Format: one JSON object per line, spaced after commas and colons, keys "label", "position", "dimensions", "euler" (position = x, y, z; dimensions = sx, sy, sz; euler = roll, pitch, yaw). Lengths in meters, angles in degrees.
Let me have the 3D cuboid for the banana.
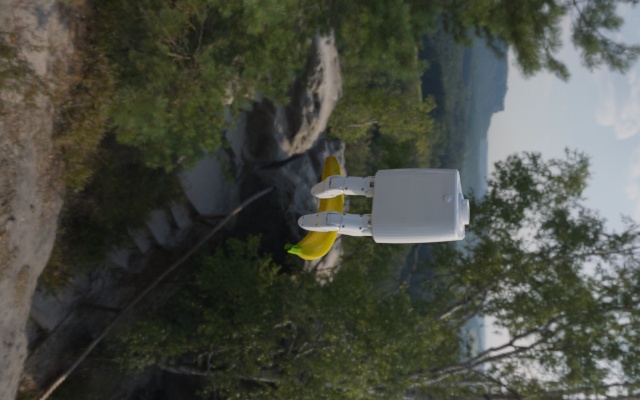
{"label": "banana", "position": [0.006, 0.018, 0.703], "dimensions": [0.037, 0.070, 0.197], "euler": [-4, 42, 26]}
